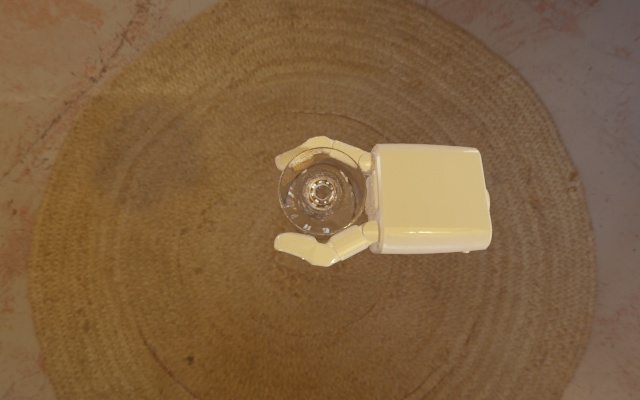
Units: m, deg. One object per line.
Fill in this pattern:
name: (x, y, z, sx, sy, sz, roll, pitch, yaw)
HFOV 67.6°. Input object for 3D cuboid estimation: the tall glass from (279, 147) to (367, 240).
tall glass: (0.000, 0.001, 0.496, 0.079, 0.079, 0.201, 0, -6, -2)
